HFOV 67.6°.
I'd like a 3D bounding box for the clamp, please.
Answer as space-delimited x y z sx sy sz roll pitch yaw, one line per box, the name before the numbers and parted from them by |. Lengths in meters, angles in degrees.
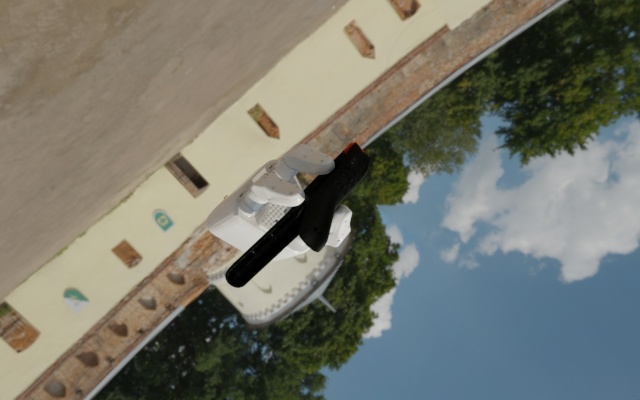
clamp | 0.001 0.002 0.494 0.210 0.036 0.164 -49 13 -32
